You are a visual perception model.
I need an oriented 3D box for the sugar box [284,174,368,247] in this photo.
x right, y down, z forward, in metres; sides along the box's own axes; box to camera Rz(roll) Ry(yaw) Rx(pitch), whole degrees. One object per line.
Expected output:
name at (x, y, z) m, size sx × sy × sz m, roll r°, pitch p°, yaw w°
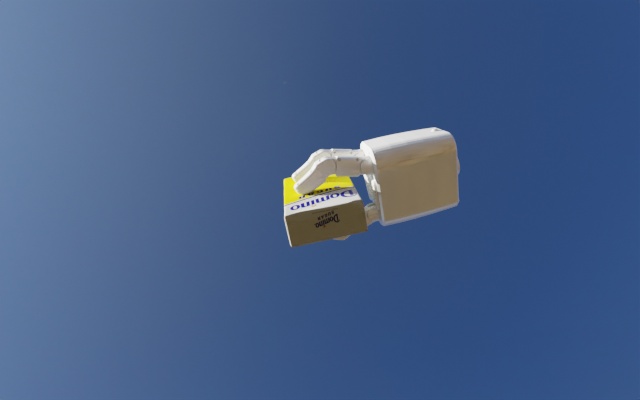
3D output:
sugar box at (0.000, 0.001, 0.620) m, size 0.093 × 0.048 × 0.176 m, roll -12°, pitch 14°, yaw -2°
